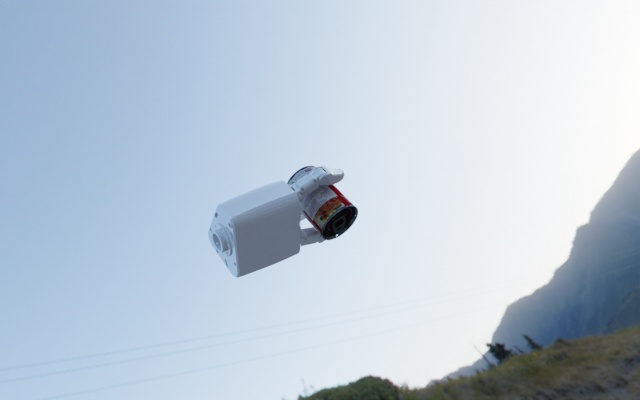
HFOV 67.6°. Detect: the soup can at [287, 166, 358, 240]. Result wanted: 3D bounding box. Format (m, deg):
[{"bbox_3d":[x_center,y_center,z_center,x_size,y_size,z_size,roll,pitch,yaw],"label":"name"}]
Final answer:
[{"bbox_3d":[0.000,0.002,0.736,0.068,0.068,0.102,0,39,-50],"label":"soup can"}]
